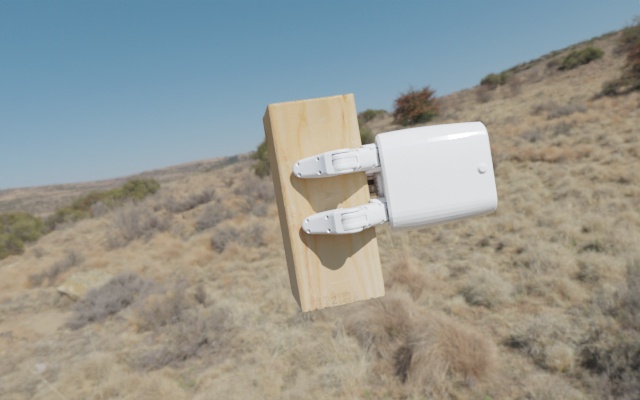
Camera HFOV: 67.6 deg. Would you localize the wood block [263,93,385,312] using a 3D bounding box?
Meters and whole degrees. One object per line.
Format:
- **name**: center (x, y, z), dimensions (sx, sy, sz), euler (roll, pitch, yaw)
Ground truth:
- **wood block**: center (0.000, 0.001, 0.514), dimensions (0.090, 0.206, 0.091), euler (-10, 2, -9)
